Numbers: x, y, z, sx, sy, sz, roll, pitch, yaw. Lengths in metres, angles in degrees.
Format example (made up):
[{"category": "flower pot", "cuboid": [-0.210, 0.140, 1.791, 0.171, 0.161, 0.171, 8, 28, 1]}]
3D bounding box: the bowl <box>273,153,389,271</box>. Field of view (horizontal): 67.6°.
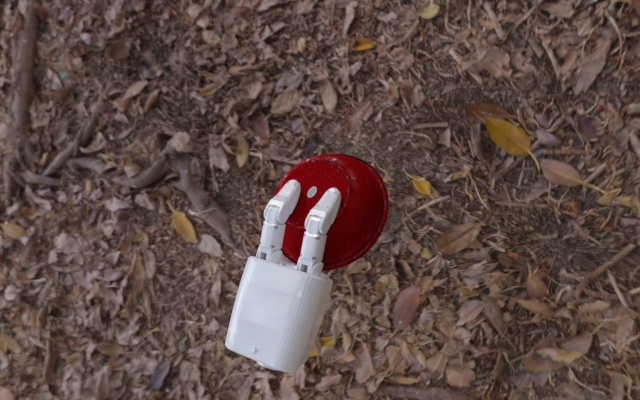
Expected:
[{"category": "bowl", "cuboid": [0.000, 0.001, 0.591, 0.162, 0.162, 0.055, 0, -23, 22]}]
